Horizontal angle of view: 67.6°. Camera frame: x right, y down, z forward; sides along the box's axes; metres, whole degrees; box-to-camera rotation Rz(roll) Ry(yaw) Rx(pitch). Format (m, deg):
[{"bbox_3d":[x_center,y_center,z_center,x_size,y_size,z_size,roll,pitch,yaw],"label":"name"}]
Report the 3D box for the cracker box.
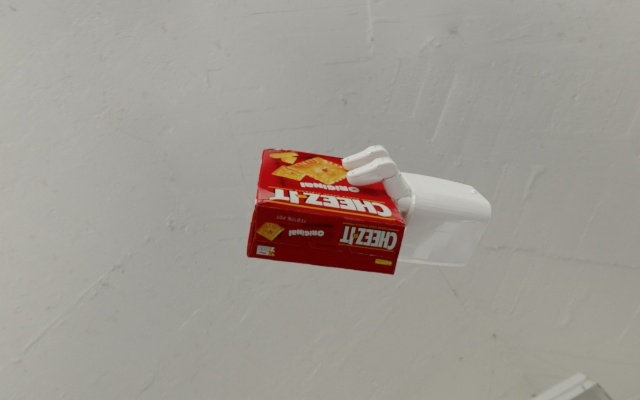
[{"bbox_3d":[0.000,0.002,0.597,0.164,0.072,0.213,7,21,-7],"label":"cracker box"}]
